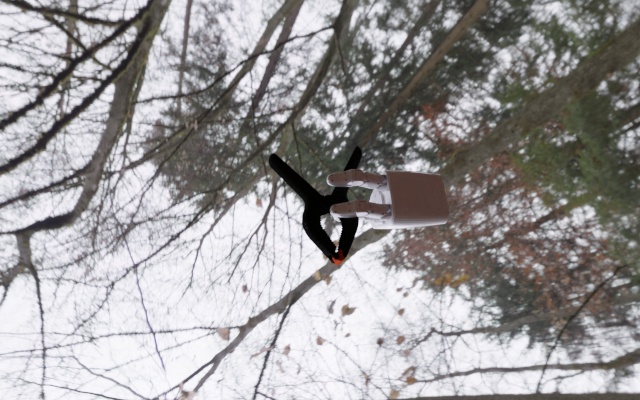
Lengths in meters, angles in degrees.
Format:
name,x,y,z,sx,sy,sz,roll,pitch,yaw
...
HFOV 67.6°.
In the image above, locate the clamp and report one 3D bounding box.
name,x,y,z,sx,sy,sz,roll,pitch,yaw
clamp,0.000,0.003,0.791,0.164,0.210,0.036,-1,-23,-12
